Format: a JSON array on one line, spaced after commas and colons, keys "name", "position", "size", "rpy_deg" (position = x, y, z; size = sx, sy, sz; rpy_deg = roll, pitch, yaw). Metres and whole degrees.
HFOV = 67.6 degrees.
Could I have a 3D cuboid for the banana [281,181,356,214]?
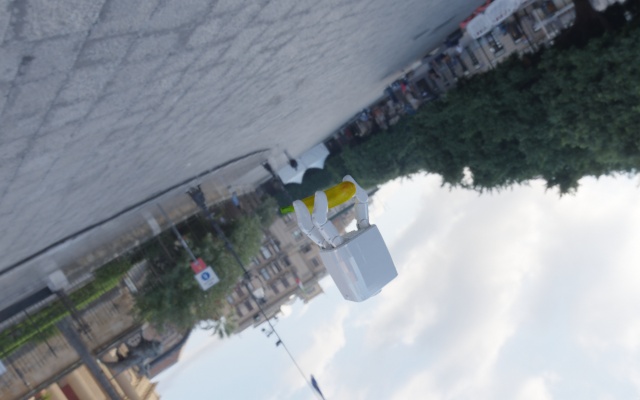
[{"name": "banana", "position": [0.011, -0.001, 0.884], "size": [0.069, 0.037, 0.198], "rpy_deg": [-21, -1, -43]}]
